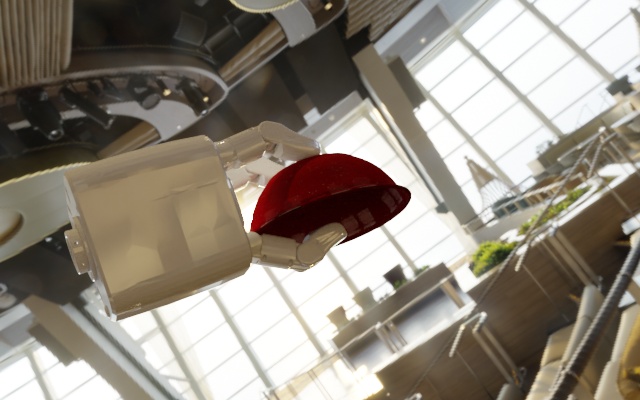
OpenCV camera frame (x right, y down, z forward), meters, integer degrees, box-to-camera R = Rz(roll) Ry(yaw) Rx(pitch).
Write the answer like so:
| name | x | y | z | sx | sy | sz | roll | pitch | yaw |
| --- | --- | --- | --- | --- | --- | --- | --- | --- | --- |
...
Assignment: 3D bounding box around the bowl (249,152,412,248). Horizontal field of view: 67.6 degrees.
| name | x | y | z | sx | sy | sz | roll | pitch | yaw |
| --- | --- | --- | --- | --- | --- | --- | --- | --- | --- |
| bowl | 0.001 | 0.001 | 0.448 | 0.162 | 0.055 | 0.162 | -17 | -20 | -6 |
